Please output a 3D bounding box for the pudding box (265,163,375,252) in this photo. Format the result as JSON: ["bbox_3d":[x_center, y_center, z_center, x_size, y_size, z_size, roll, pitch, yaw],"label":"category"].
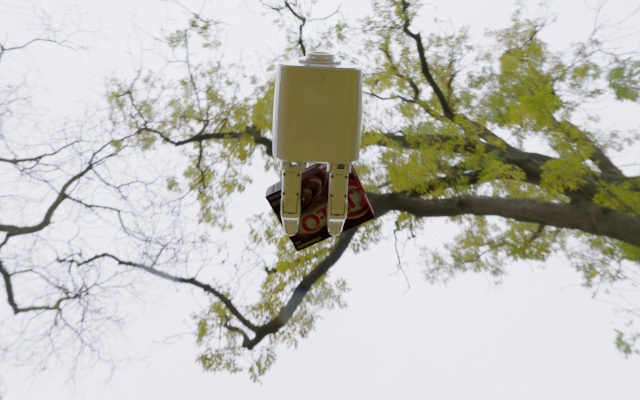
[{"bbox_3d":[0.000,0.002,0.604,0.113,0.090,0.039,-24,24,10],"label":"pudding box"}]
